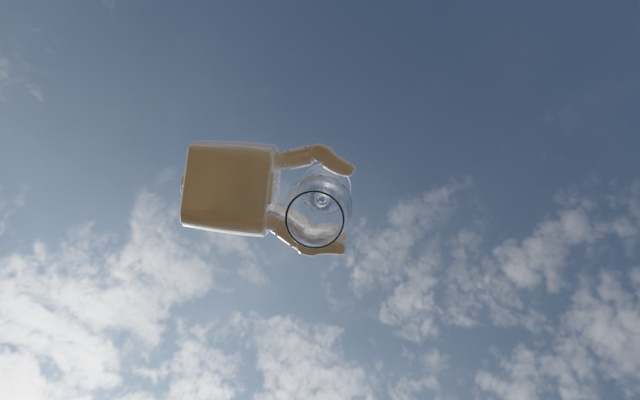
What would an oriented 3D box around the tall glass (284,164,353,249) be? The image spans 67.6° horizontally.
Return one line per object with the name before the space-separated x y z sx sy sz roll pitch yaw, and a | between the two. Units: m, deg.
tall glass | 0.000 0.002 0.587 0.079 0.079 0.201 0 11 3
